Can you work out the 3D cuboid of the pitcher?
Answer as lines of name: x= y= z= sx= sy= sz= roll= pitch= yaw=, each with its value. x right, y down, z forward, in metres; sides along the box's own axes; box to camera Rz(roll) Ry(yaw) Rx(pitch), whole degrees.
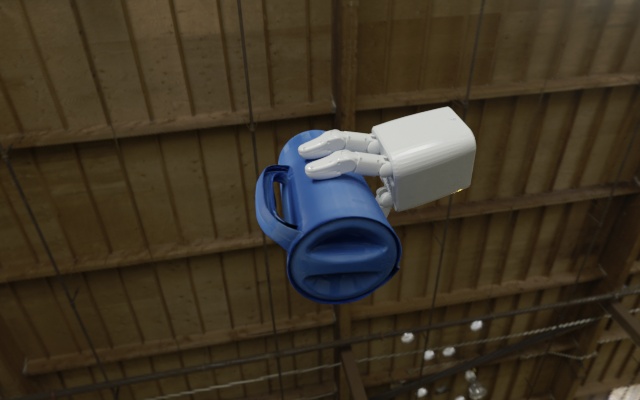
pitcher: x=0.000 y=0.002 z=0.626 sx=0.145 sy=0.149 sz=0.242 roll=-18 pitch=37 yaw=0
